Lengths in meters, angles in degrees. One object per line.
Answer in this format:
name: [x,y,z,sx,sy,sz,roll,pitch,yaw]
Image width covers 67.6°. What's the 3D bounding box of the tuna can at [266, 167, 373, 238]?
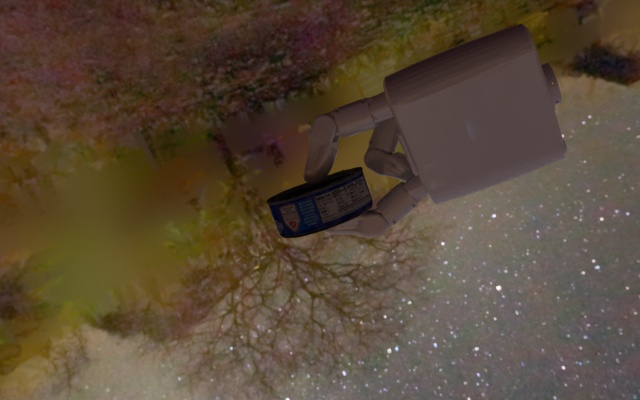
tuna can: [0.000,0.002,0.405,0.086,0.034,0.086,-19,8,3]
